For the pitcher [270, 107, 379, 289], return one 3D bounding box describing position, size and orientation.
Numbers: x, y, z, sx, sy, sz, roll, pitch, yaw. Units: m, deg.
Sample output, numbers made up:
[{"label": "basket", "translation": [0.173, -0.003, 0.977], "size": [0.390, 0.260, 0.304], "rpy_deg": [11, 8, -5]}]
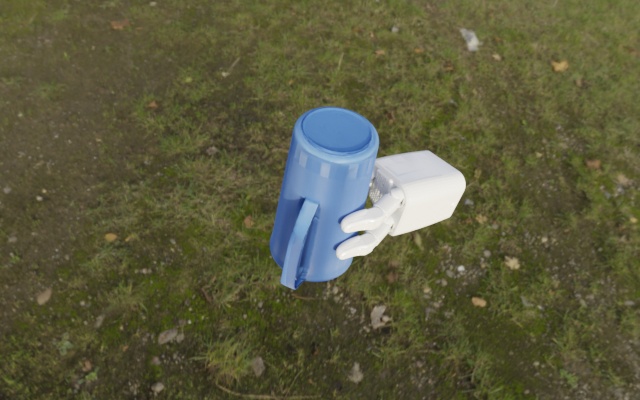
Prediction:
[{"label": "pitcher", "translation": [0.000, 0.002, 0.663], "size": [0.145, 0.149, 0.243], "rpy_deg": [-11, -40, -21]}]
